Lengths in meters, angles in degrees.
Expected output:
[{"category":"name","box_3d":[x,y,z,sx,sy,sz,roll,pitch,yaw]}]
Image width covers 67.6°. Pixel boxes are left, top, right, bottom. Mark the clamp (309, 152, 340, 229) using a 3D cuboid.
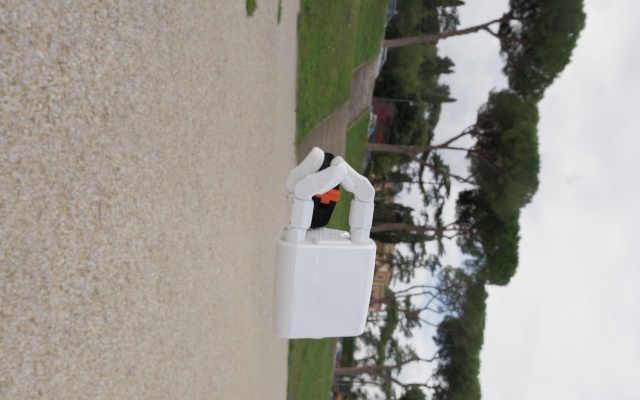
[{"category":"clamp","box_3d":[0.001,0.002,0.603,0.039,0.120,0.171,7,8,0]}]
